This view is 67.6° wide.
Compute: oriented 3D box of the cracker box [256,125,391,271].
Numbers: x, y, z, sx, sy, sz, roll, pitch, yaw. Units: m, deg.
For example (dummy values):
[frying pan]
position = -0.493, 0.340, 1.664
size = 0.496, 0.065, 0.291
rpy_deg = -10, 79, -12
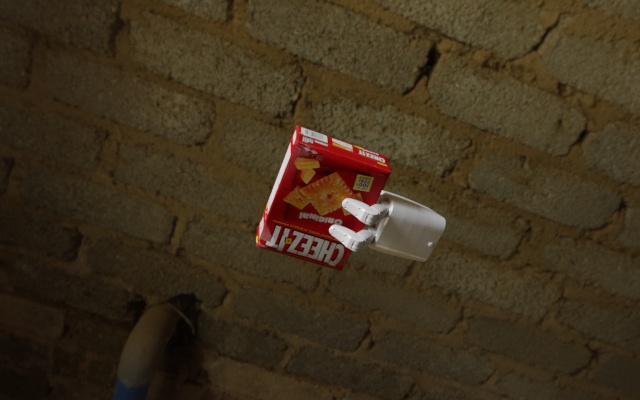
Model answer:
[cracker box]
position = 0.000, 0.002, 0.812
size = 0.164, 0.214, 0.072
rpy_deg = 18, 27, -11
